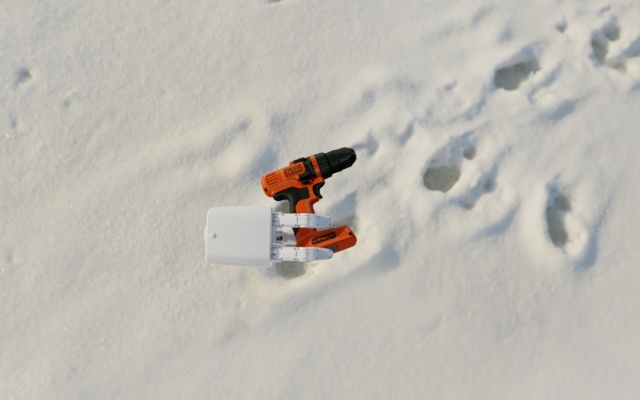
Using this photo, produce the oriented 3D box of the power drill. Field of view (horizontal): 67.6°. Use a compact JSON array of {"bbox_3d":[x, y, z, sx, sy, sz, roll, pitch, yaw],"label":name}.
[{"bbox_3d":[0.000,0.003,0.854,0.184,0.187,0.057,-21,-27,2],"label":"power drill"}]
